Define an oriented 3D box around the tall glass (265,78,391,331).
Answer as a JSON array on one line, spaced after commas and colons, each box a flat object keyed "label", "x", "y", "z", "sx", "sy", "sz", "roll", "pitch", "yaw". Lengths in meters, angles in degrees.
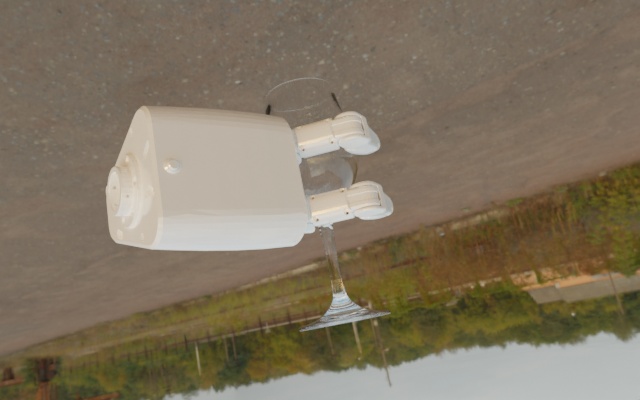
[{"label": "tall glass", "x": 0.000, "y": 0.002, "z": 0.401, "sx": 0.079, "sy": 0.201, "sz": 0.079, "roll": -11, "pitch": -14, "yaw": -3}]
